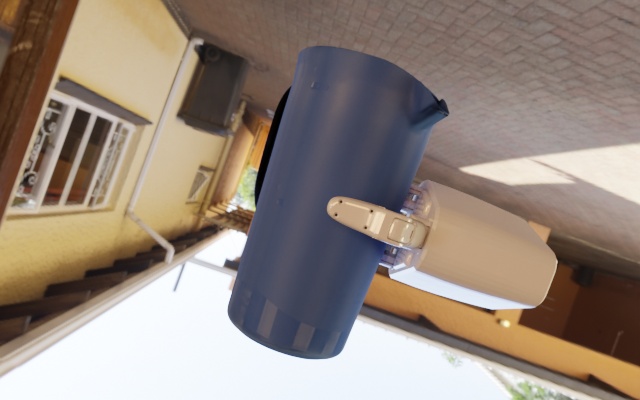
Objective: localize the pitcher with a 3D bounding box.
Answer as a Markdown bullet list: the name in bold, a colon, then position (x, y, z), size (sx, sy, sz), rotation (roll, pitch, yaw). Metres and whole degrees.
- **pitcher**: position (0.000, 0.001, 0.423), size (0.145, 0.243, 0.149), rotation (20, 0, -1)
